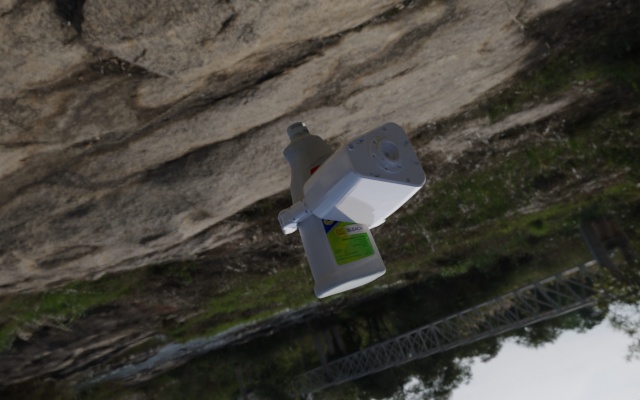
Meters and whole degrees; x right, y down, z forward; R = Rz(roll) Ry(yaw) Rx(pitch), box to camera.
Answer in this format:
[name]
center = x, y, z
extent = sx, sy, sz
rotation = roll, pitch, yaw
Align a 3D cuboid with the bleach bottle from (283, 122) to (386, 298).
[bleach bottle]
center = 0.000, 0.002, 0.676
extent = 0.102, 0.250, 0.068
rotation = -10, -21, -33
